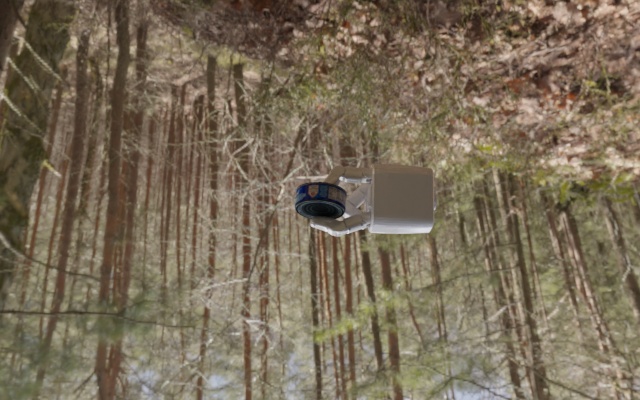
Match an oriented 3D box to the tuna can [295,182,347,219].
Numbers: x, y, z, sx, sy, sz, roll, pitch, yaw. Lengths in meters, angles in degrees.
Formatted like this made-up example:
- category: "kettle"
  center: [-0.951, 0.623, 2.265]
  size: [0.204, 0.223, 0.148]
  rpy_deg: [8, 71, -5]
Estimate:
- category: "tuna can"
  center: [0.000, 0.003, 0.794]
  size: [0.086, 0.033, 0.086]
  rpy_deg: [4, -24, 2]
